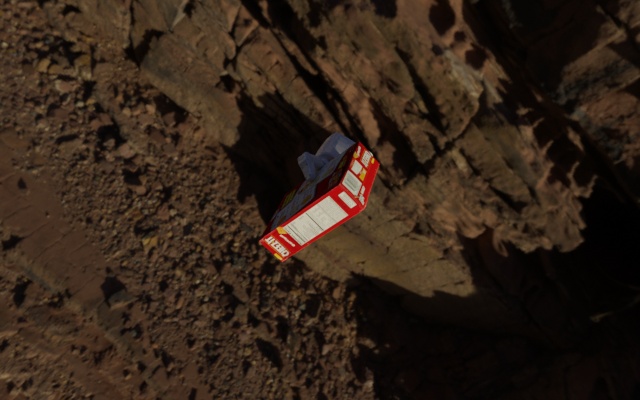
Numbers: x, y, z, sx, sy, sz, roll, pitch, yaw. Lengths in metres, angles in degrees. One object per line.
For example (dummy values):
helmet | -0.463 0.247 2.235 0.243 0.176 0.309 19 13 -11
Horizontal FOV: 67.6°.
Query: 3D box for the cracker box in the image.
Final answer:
cracker box | 0.000 0.003 0.894 0.214 0.072 0.164 -35 17 33
